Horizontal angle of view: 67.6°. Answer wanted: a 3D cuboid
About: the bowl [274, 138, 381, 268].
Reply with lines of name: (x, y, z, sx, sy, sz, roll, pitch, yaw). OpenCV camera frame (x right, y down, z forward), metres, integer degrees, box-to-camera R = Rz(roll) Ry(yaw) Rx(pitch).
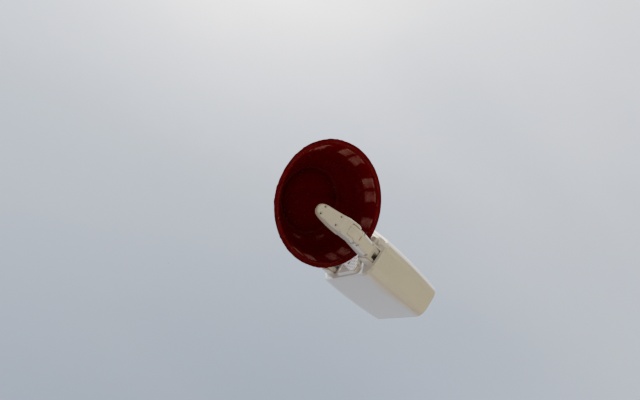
bowl: (-0.001, 0.001, 0.615, 0.162, 0.162, 0.055, 0, 6, -34)
